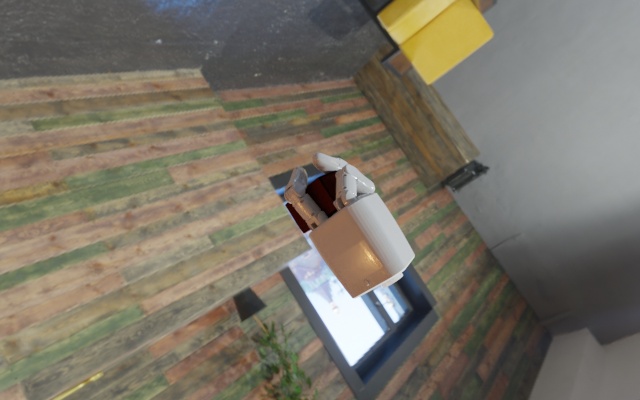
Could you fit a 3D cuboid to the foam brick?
[{"bbox_3d":[0.000,0.002,0.669,0.078,0.051,0.053,-38,-8,37],"label":"foam brick"}]
